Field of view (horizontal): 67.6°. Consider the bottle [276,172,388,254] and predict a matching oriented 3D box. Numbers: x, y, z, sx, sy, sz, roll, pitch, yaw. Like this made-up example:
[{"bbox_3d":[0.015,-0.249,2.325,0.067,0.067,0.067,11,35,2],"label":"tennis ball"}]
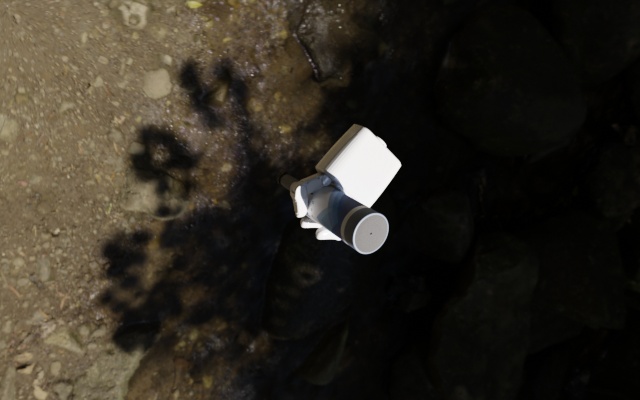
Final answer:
[{"bbox_3d":[0.000,0.003,0.832,0.069,0.069,0.295,0,19,-33],"label":"bottle"}]
